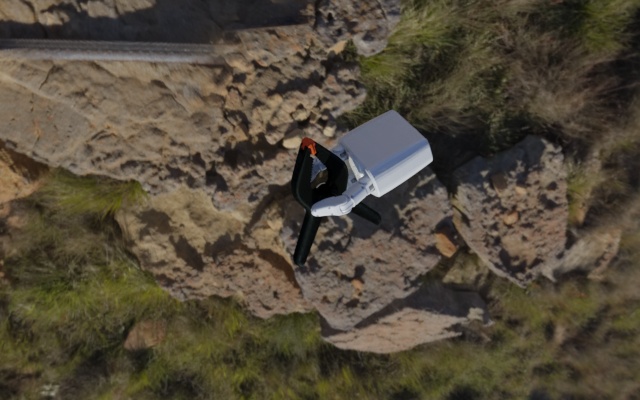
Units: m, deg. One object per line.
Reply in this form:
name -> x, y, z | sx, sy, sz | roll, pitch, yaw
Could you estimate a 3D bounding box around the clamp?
clamp -> 0.000, 0.002, 0.743 | 0.164, 0.210, 0.036 | -33, 37, -10
